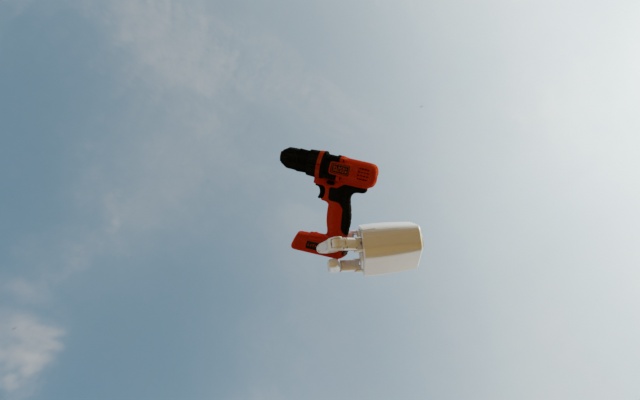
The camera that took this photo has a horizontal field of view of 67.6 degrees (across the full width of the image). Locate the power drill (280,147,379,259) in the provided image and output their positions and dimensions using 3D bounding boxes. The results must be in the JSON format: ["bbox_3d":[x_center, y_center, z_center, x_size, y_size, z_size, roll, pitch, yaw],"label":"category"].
[{"bbox_3d":[0.000,0.003,0.878,0.184,0.188,0.057,13,8,11],"label":"power drill"}]
